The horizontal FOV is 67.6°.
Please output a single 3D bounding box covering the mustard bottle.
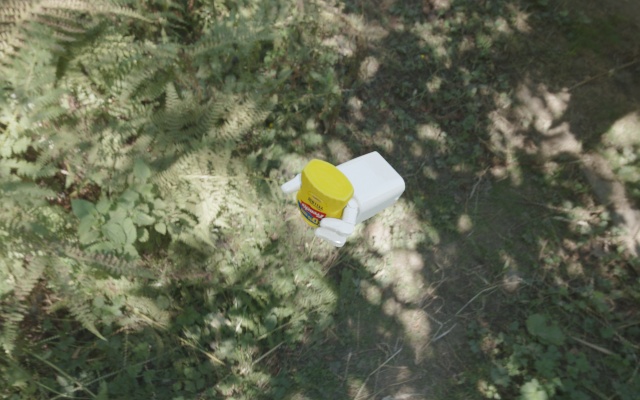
[{"bbox_3d":[0.000,0.003,0.893,0.096,0.058,0.192,36,-25,8],"label":"mustard bottle"}]
